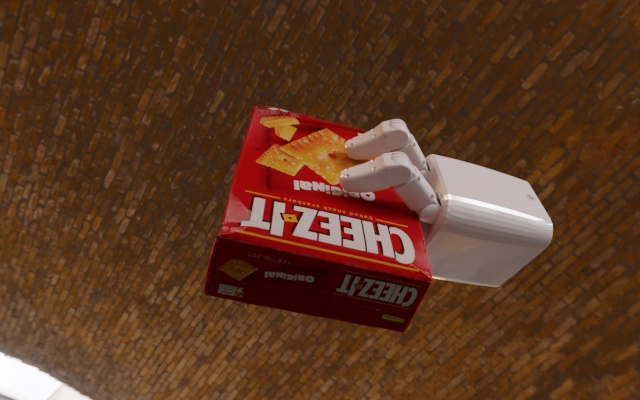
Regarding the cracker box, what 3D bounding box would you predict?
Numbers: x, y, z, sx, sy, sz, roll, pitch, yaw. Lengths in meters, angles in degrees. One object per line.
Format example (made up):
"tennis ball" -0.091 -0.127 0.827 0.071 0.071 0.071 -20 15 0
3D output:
"cracker box" 0.000 0.001 0.437 0.164 0.072 0.213 12 35 -8
